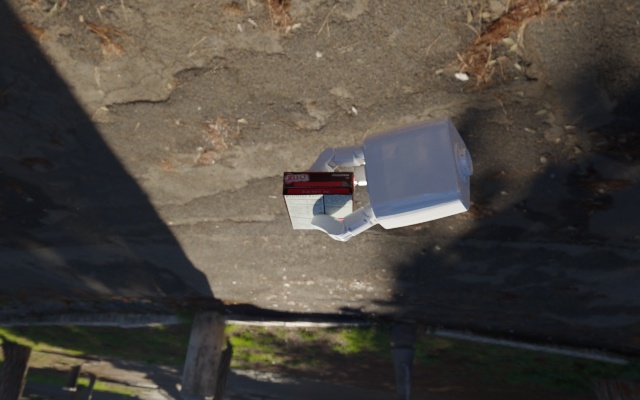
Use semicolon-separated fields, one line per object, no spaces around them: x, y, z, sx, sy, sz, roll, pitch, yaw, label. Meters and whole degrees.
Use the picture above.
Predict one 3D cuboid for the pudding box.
0.000;0.002;0.638;0.090;0.039;0.114;1;-28;4;pudding box
